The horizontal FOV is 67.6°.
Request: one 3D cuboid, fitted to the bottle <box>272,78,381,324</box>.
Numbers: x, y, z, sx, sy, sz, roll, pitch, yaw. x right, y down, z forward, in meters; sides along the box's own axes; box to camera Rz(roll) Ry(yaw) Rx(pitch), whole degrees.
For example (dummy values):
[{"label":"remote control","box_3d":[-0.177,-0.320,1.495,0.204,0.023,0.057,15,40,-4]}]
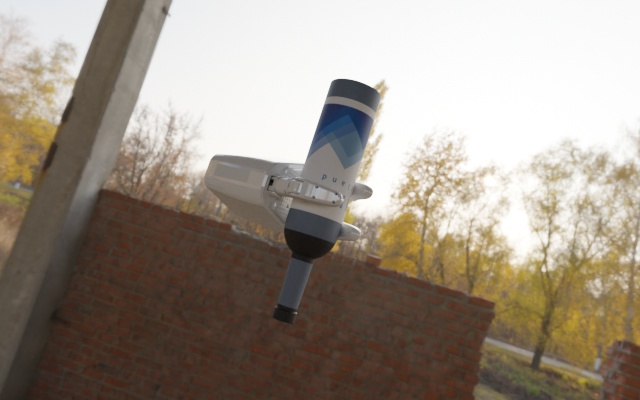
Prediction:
[{"label":"bottle","box_3d":[0.000,0.002,0.579,0.069,0.295,0.069,17,-6,2]}]
